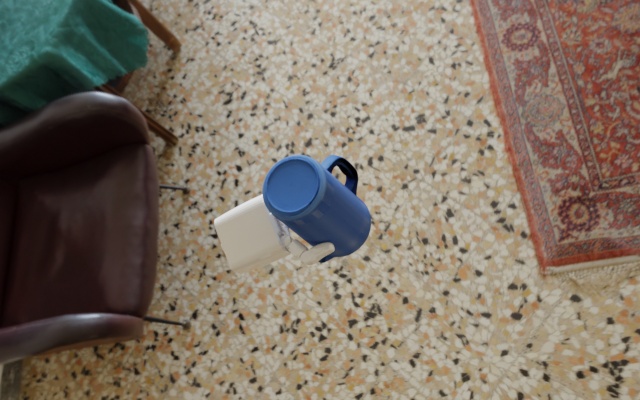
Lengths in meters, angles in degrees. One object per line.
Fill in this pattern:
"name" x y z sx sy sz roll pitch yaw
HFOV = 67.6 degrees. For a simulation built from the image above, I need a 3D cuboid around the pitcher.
"pitcher" 0.000 0.003 0.836 0.145 0.149 0.243 -25 -24 11
